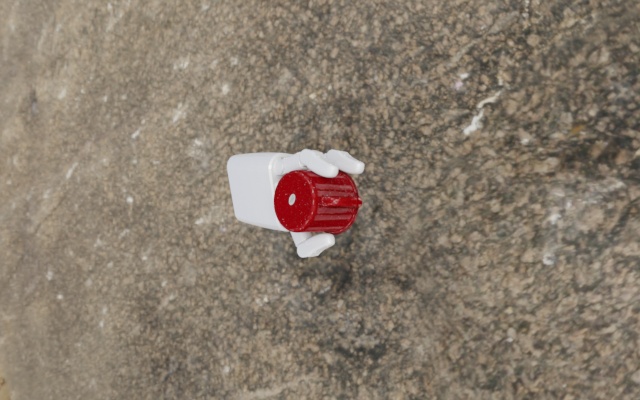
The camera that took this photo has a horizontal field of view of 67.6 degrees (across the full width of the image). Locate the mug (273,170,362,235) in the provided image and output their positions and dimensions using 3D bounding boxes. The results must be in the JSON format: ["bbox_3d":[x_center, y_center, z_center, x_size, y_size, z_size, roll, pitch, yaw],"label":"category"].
[{"bbox_3d":[0.001,0.002,0.633,0.117,0.093,0.081,4,2,43],"label":"mug"}]
